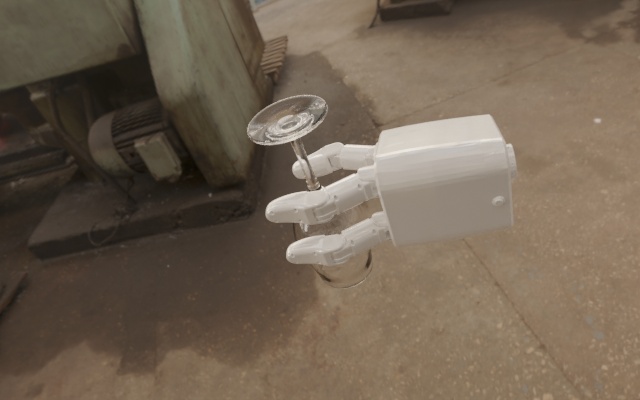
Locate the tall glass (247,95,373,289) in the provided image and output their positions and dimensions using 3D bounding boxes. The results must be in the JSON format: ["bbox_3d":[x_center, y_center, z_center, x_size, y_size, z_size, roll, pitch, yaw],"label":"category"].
[{"bbox_3d":[0.000,0.001,0.475,0.079,0.201,0.079,-13,39,11],"label":"tall glass"}]
